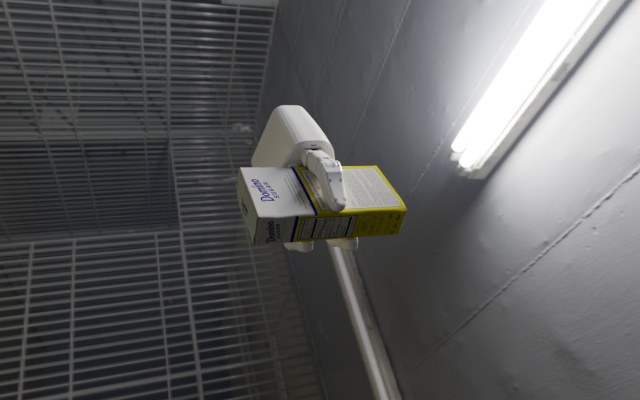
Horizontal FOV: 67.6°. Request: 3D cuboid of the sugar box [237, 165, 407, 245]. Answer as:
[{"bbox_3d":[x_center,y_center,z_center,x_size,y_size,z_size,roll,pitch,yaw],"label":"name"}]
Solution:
[{"bbox_3d":[0.000,0.002,0.546,0.176,0.048,0.093,-4,38,-21],"label":"sugar box"}]
